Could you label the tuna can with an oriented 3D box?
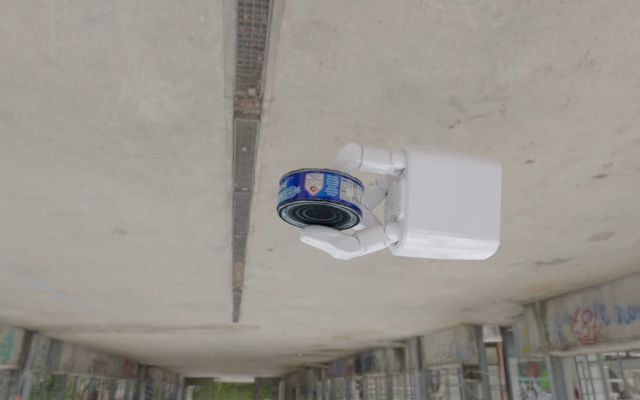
[{"bbox_3d":[0.000,0.002,0.471,0.086,0.033,0.086,5,-22,2],"label":"tuna can"}]
